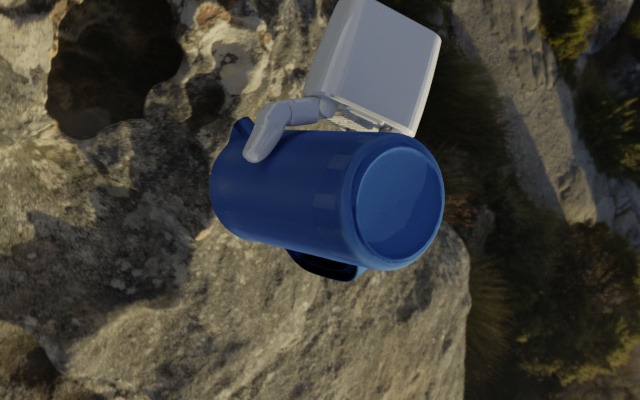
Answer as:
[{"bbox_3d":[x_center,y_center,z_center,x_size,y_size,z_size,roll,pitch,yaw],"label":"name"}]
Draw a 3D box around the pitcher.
[{"bbox_3d":[0.000,0.001,0.465,0.149,0.145,0.243,22,-7,-32],"label":"pitcher"}]
